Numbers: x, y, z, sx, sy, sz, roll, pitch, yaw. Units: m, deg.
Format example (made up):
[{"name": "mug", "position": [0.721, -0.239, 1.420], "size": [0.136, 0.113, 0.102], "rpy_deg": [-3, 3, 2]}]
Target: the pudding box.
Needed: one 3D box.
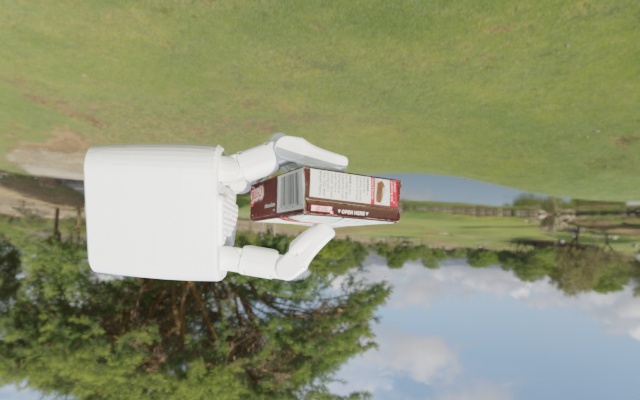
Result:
[{"name": "pudding box", "position": [0.000, 0.002, 0.409], "size": [0.090, 0.039, 0.113], "rpy_deg": [5, -6, -28]}]
